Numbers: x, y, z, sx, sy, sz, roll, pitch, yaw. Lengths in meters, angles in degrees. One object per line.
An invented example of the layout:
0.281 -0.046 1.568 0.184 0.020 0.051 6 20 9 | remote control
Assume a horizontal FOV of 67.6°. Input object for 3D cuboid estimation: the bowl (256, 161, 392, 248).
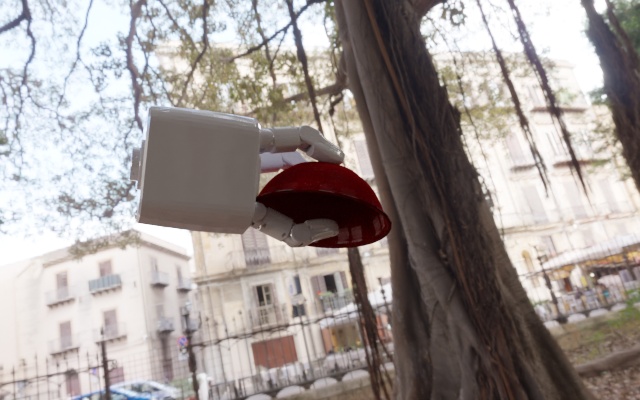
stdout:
0.001 0.002 0.539 0.162 0.055 0.162 6 -25 3 | bowl
